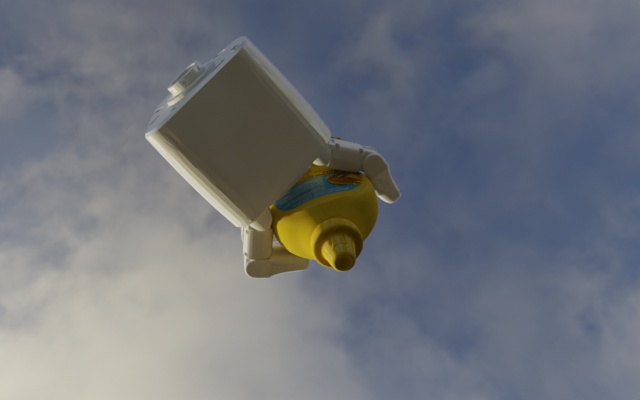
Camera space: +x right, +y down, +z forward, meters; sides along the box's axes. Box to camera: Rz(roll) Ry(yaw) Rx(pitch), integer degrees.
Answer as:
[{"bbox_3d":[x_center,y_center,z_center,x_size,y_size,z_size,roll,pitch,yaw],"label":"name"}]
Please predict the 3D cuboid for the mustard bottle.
[{"bbox_3d":[0.000,0.002,0.434,0.096,0.058,0.191,-17,29,-3],"label":"mustard bottle"}]
